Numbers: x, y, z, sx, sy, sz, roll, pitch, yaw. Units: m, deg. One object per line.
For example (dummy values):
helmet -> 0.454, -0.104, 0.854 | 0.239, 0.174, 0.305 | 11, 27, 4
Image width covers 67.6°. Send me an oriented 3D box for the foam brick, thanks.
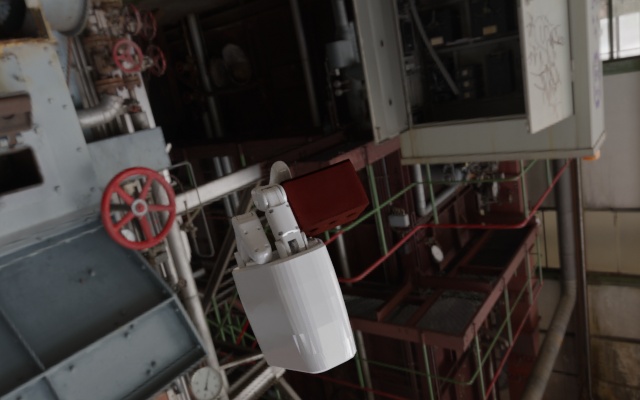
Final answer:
foam brick -> 0.000, 0.001, 0.479 | 0.078, 0.051, 0.053 | -21, -16, -20
